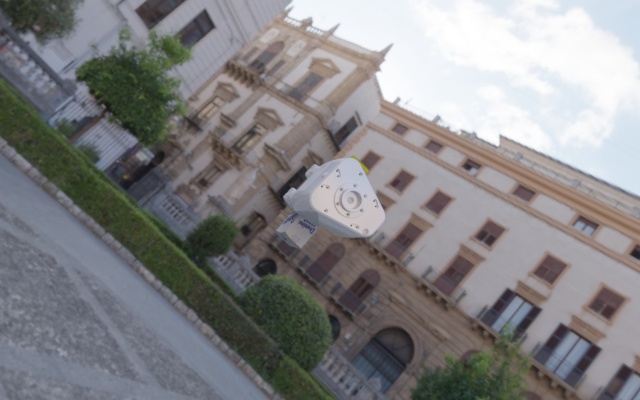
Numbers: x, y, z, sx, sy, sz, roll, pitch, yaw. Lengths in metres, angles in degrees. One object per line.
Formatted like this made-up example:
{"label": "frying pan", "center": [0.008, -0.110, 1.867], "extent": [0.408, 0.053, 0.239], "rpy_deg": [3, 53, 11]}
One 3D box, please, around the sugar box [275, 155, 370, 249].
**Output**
{"label": "sugar box", "center": [0.000, 0.002, 0.818], "extent": [0.176, 0.048, 0.093], "rpy_deg": [-46, 9, -12]}
